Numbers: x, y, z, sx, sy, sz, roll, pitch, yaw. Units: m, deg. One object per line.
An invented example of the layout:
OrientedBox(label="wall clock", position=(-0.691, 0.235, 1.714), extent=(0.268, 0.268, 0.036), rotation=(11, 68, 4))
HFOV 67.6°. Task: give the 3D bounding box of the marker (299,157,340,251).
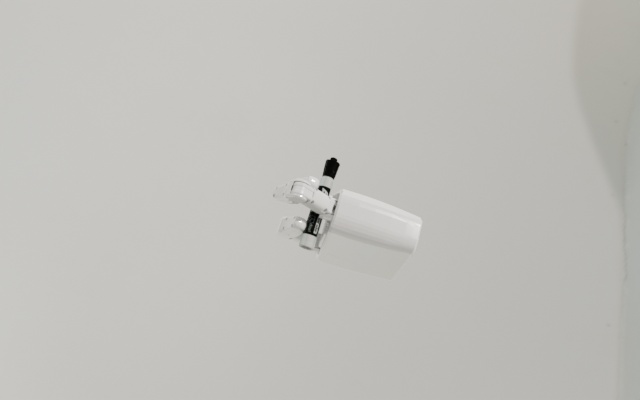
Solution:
OrientedBox(label="marker", position=(0.000, 0.002, 0.588), extent=(0.020, 0.121, 0.020), rotation=(16, -18, 5))
